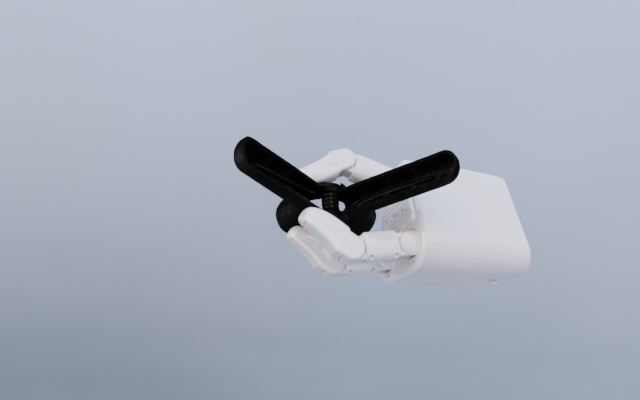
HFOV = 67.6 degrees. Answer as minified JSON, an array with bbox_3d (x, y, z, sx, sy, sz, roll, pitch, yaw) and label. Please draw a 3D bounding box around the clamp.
[{"bbox_3d":[0.000,0.001,0.422,0.164,0.036,0.210,7,-22,-13],"label":"clamp"}]
